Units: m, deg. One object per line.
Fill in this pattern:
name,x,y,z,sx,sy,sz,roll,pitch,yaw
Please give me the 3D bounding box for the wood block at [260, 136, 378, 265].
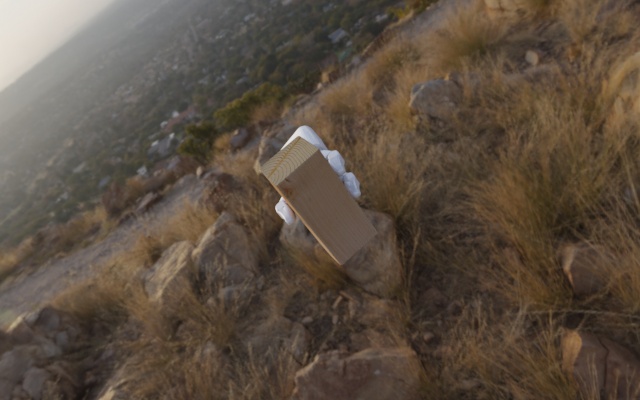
wood block,0.000,0.003,0.823,0.091,0.206,0.090,-41,33,-5
